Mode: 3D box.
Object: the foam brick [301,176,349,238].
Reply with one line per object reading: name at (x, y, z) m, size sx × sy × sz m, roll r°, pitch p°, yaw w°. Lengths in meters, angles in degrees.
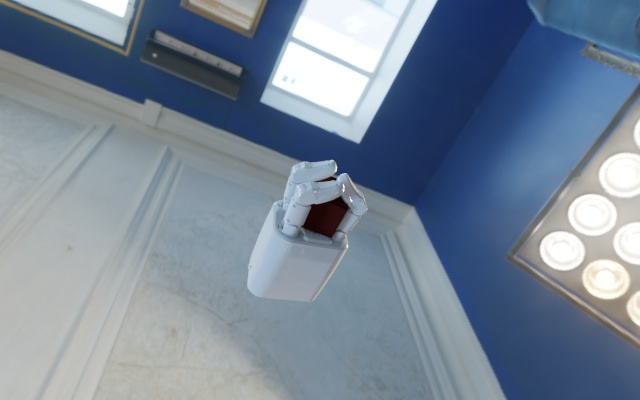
foam brick at (0.000, 0.002, 0.647) m, size 0.053 × 0.051 × 0.078 m, roll 20°, pitch 26°, yaw -15°
